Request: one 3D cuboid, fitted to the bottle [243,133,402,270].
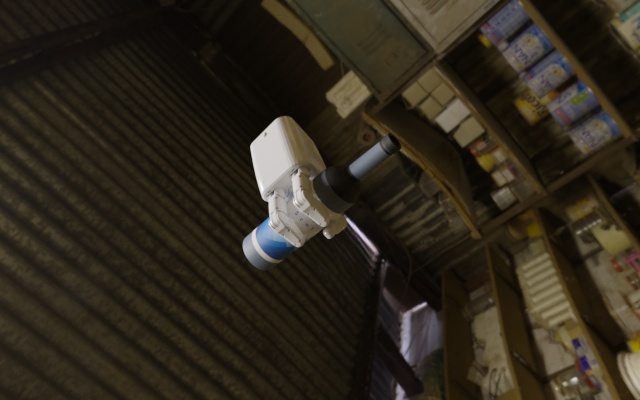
[{"bbox_3d":[0.000,0.003,0.713,0.296,0.069,0.069,-40,-21,27],"label":"bottle"}]
